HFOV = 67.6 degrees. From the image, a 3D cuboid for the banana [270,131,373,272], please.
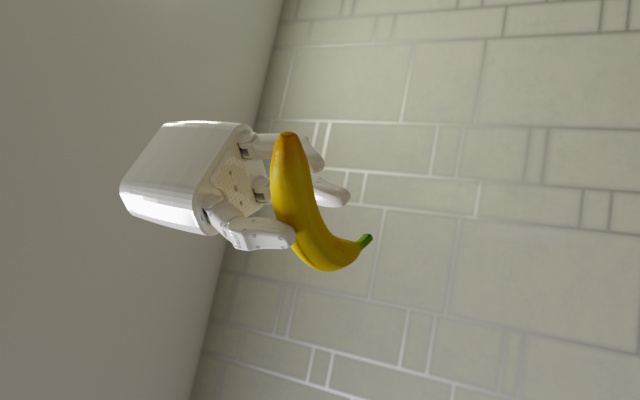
[{"bbox_3d":[-0.006,0.019,0.436,0.037,0.069,0.198,11,-24,30],"label":"banana"}]
